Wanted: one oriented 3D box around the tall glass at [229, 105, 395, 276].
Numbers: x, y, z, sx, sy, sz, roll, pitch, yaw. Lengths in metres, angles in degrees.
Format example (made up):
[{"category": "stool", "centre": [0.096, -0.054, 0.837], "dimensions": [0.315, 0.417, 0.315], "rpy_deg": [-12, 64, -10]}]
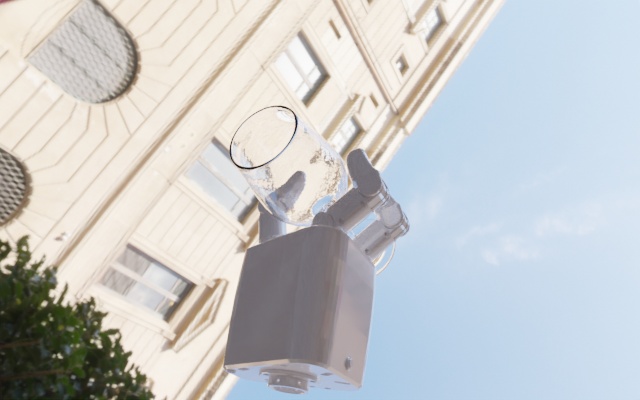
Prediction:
[{"category": "tall glass", "centre": [0.000, 0.002, 0.438], "dimensions": [0.079, 0.079, 0.201], "rpy_deg": [0, -31, 32]}]
